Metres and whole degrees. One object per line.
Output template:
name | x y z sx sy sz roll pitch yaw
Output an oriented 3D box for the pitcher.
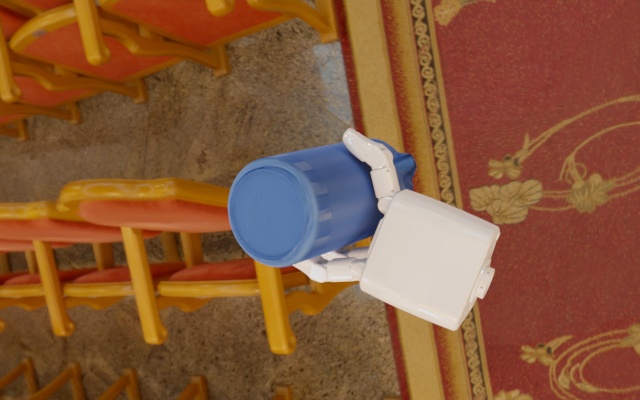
pitcher | 0.000 0.002 0.561 0.145 0.149 0.243 24 19 25
